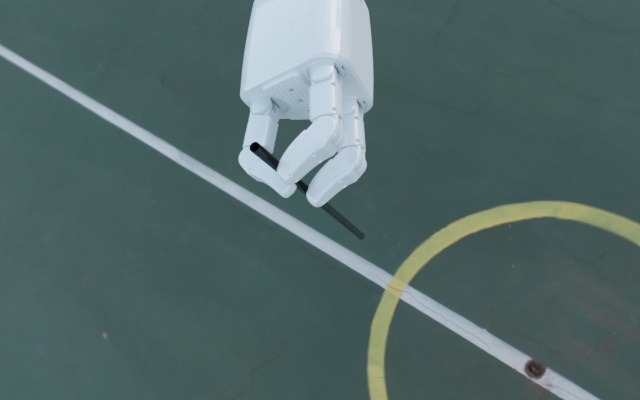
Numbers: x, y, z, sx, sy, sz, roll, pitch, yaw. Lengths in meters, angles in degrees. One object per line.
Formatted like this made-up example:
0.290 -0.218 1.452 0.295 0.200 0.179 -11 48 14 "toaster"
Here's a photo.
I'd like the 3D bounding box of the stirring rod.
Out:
0.000 0.001 0.440 0.011 0.011 0.240 0 -19 24 "stirring rod"
